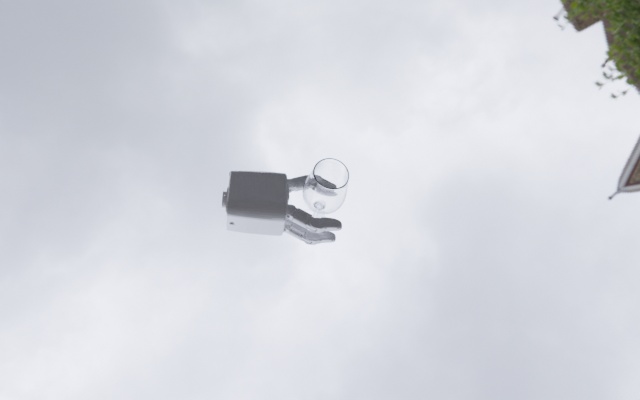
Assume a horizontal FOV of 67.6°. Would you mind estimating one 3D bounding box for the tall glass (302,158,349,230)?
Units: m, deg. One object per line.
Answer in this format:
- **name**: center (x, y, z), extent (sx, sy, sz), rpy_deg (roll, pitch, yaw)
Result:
- **tall glass**: center (0.000, 0.003, 0.879), extent (0.079, 0.079, 0.201), rpy_deg (0, -29, -12)
